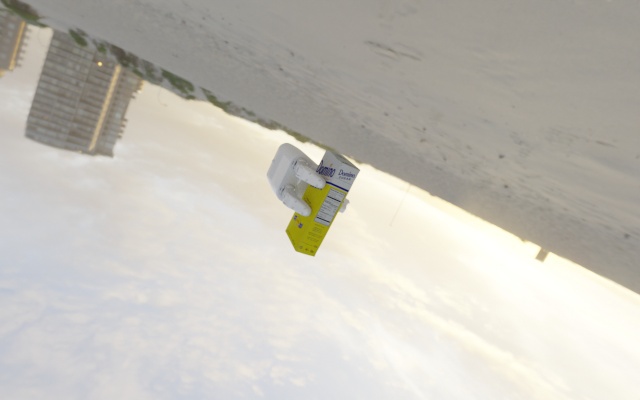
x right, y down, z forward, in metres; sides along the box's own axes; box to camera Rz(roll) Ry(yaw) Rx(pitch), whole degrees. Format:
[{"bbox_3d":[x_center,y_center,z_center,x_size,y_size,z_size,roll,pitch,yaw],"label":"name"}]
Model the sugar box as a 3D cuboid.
[{"bbox_3d":[0.000,0.003,0.847,0.048,0.176,0.093,20,13,-23],"label":"sugar box"}]
